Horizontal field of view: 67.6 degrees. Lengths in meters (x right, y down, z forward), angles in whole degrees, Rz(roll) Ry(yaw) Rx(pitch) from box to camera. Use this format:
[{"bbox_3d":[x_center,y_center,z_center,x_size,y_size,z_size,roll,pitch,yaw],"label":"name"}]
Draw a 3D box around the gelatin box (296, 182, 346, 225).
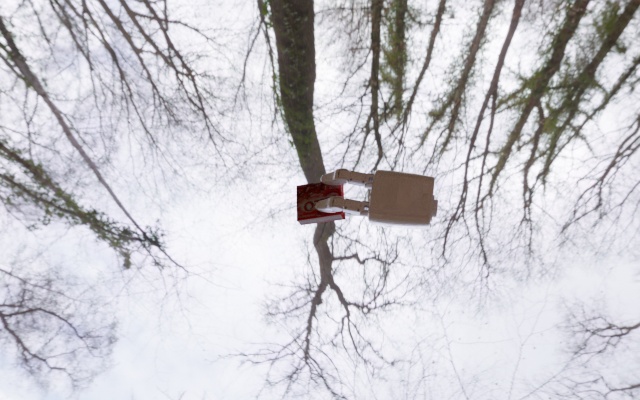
[{"bbox_3d":[0.000,0.003,0.889,0.089,0.073,0.030,-8,-25,13],"label":"gelatin box"}]
